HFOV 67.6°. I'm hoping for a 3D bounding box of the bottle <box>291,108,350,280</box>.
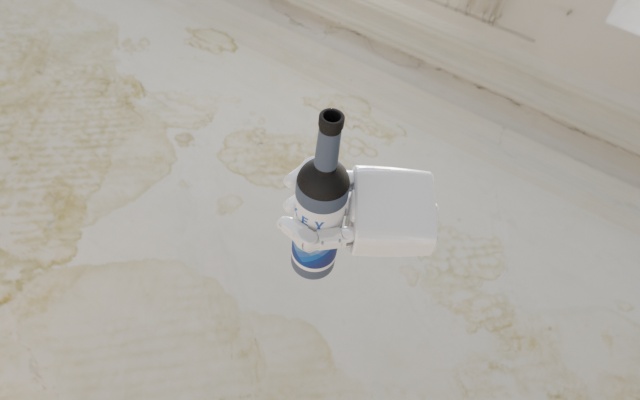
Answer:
[{"bbox_3d":[0.000,0.002,0.612,0.069,0.069,0.296,0,-38,-6],"label":"bottle"}]
